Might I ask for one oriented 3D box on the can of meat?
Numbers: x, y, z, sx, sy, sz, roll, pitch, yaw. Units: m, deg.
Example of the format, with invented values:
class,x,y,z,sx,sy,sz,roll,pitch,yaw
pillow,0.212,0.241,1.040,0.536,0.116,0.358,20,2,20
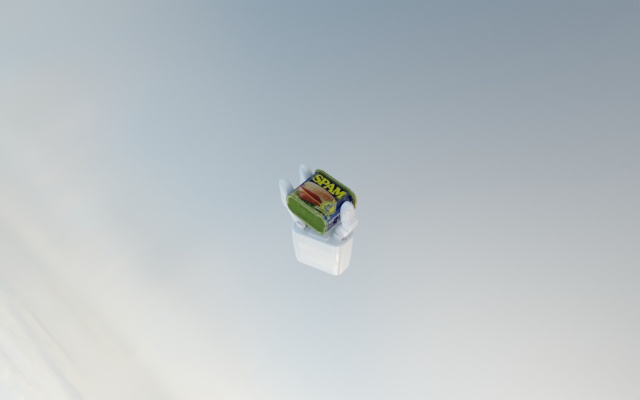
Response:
class,x,y,z,sx,sy,sz,roll,pitch,yaw
can of meat,0.000,0.003,0.867,0.102,0.057,0.084,36,58,23
